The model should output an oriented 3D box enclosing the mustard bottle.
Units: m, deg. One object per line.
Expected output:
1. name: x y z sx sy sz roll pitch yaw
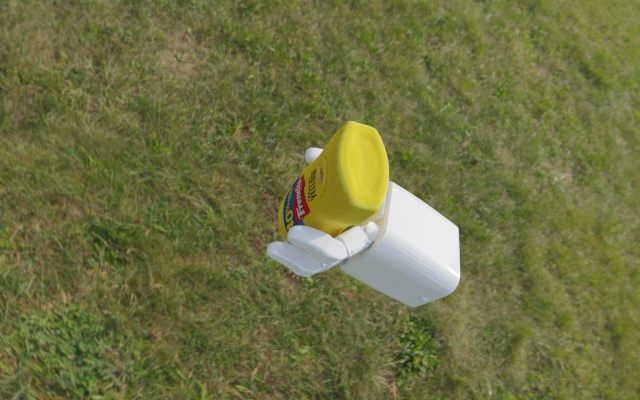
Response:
1. mustard bottle: 0.000 0.001 0.520 0.058 0.096 0.192 11 -28 -24
